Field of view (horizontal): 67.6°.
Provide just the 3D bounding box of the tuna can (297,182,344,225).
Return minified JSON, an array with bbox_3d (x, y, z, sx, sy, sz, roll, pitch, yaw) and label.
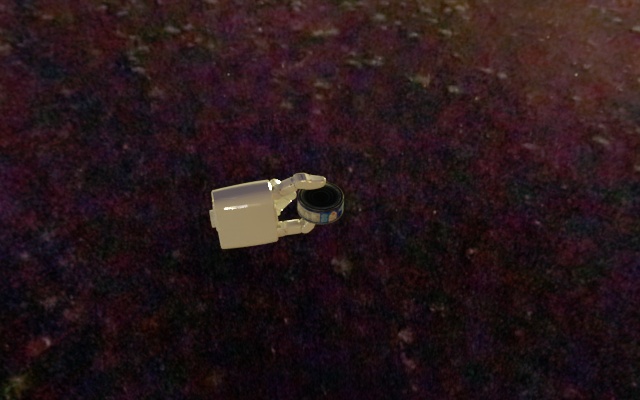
[{"bbox_3d":[0.000,0.002,0.872,0.086,0.034,0.086,2,42,-2],"label":"tuna can"}]
